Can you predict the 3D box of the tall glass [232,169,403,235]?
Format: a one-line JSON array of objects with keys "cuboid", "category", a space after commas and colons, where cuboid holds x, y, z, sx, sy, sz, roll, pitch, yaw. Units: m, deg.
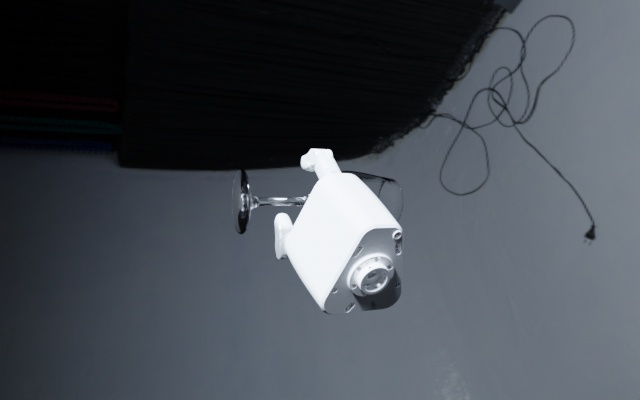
[{"cuboid": [-0.001, 0.002, 0.579, 0.201, 0.079, 0.079, 0, 0, -25], "category": "tall glass"}]
